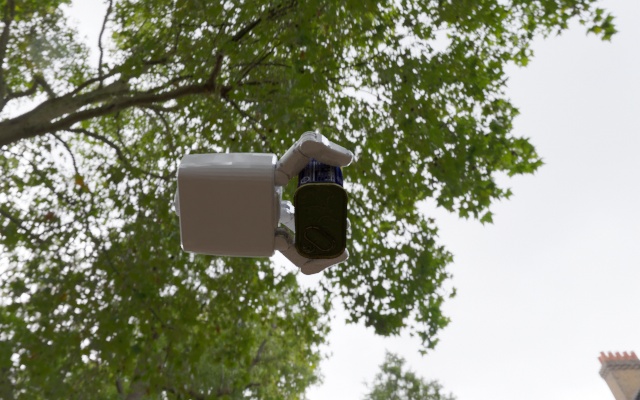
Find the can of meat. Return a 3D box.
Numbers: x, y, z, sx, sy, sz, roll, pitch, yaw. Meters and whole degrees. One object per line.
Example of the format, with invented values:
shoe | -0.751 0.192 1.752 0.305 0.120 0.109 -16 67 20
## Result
can of meat | 0.000 0.002 0.549 0.057 0.102 0.084 -1 35 0
